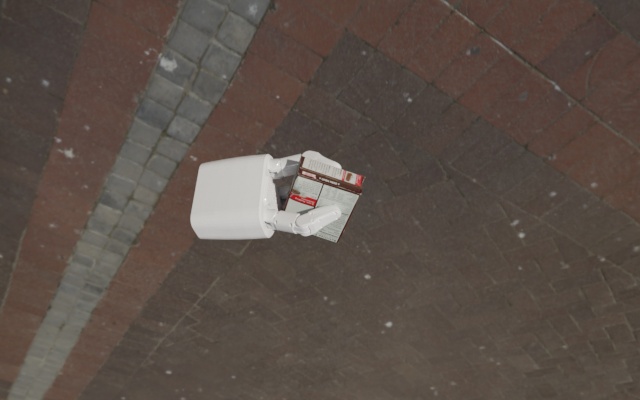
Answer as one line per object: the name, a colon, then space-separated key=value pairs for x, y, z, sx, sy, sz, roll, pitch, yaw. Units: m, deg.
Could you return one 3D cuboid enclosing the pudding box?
pudding box: x=0.000 y=0.002 z=0.650 sx=0.090 sy=0.039 sz=0.114 roll=17 pitch=-42 yaw=-5
